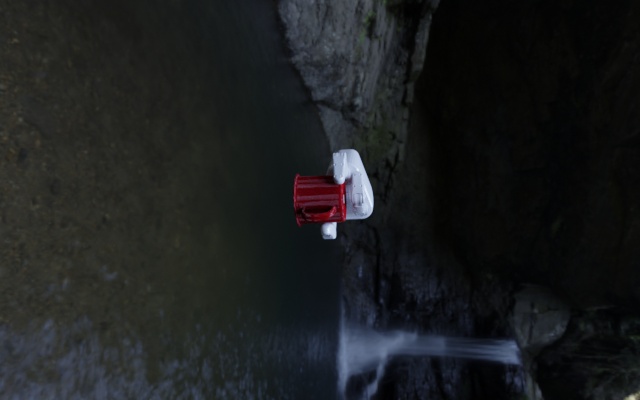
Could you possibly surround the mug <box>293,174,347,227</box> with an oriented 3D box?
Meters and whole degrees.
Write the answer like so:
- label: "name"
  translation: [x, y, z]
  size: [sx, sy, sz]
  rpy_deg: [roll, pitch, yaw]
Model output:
- label: "mug"
  translation: [0.000, 0.003, 0.811]
  size: [0.081, 0.093, 0.117]
  rpy_deg: [-3, 23, 8]
